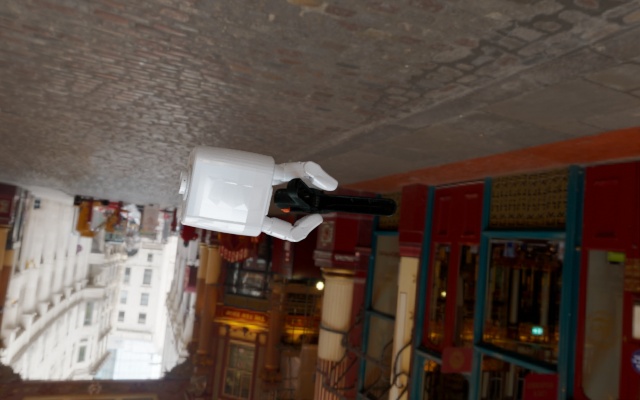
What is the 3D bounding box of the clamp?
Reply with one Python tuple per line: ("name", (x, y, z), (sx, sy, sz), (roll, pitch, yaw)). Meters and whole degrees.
("clamp", (0.000, 0.003, 0.706), (0.164, 0.036, 0.210), (12, -8, -21))
